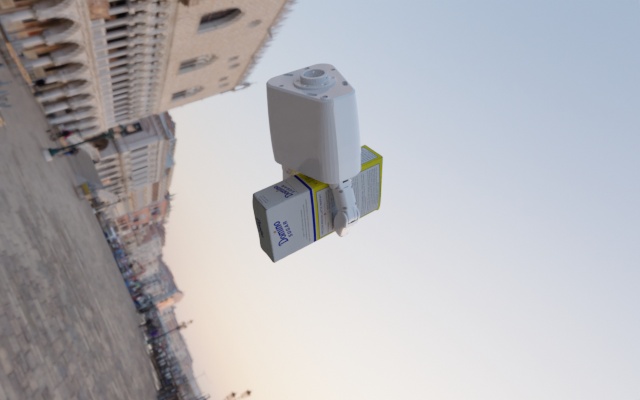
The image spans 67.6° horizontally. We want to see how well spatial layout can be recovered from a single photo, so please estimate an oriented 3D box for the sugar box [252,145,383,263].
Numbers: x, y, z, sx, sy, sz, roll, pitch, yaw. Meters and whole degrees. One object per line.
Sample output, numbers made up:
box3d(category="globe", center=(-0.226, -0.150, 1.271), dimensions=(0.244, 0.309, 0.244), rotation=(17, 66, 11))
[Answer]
box3d(category="sugar box", center=(0.000, 0.002, 0.623), dimensions=(0.176, 0.093, 0.048), rotation=(-23, 43, -23))
